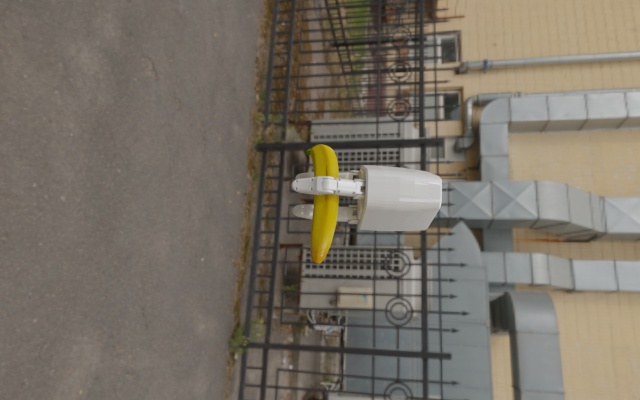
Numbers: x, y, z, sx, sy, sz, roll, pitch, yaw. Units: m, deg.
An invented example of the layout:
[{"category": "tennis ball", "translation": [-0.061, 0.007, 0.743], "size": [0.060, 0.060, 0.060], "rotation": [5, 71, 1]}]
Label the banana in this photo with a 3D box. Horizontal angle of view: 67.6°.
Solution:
[{"category": "banana", "translation": [0.004, -0.010, 0.692], "size": [0.037, 0.197, 0.070], "rotation": [6, -31, -13]}]
